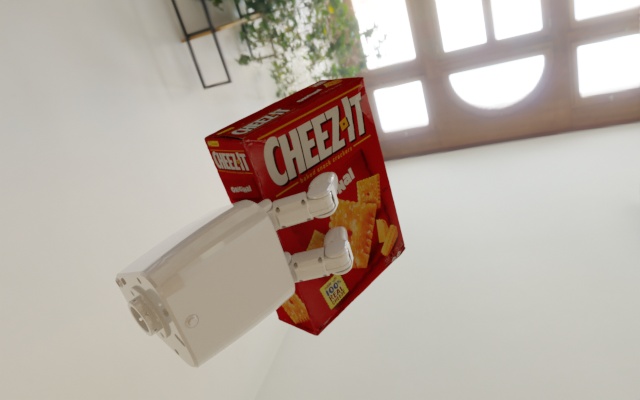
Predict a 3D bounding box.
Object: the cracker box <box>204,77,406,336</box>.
[{"bbox_3d":[0.000,0.002,0.494,0.072,0.214,0.164,9,35,45],"label":"cracker box"}]
